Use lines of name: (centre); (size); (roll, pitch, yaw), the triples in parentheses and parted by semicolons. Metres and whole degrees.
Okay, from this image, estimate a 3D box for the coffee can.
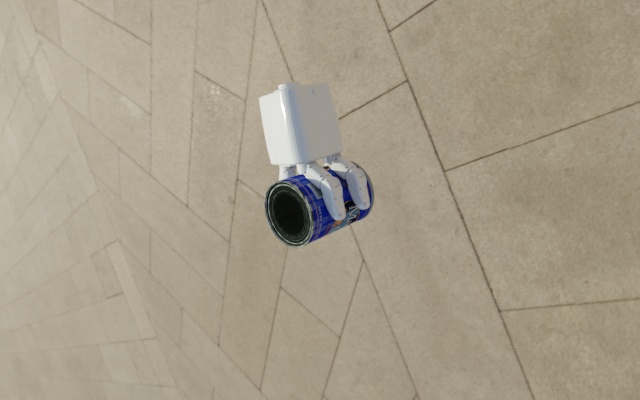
coffee can: (0.000, 0.003, 0.733); (0.103, 0.103, 0.140); (0, 16, 45)
